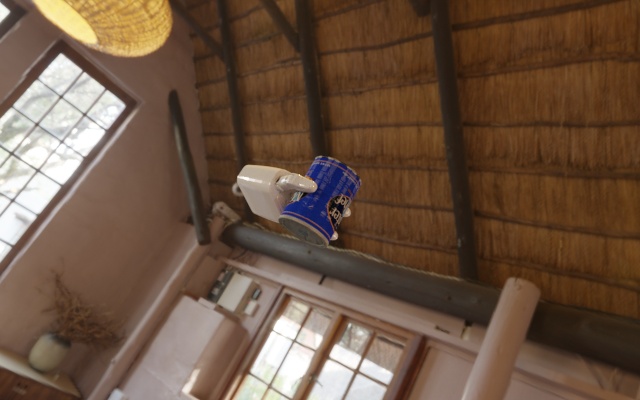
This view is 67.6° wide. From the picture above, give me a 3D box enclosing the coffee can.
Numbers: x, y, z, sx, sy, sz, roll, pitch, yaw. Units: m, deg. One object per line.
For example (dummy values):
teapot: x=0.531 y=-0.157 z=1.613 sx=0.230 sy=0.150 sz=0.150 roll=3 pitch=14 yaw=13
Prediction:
coffee can: x=0.000 y=0.003 z=0.889 sx=0.103 sy=0.140 sz=0.103 roll=27 pitch=-19 yaw=10
